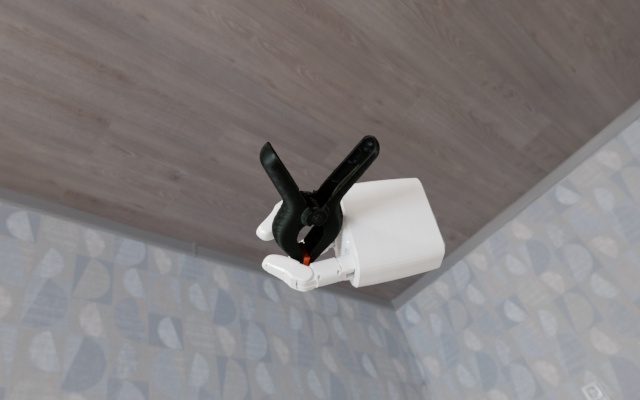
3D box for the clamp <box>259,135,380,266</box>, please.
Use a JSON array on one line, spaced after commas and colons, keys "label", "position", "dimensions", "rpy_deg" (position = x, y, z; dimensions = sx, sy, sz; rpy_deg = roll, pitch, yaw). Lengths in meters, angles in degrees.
[{"label": "clamp", "position": [0.000, 0.002, 0.499], "dimensions": [0.120, 0.172, 0.039], "rpy_deg": [-9, 46, -11]}]
